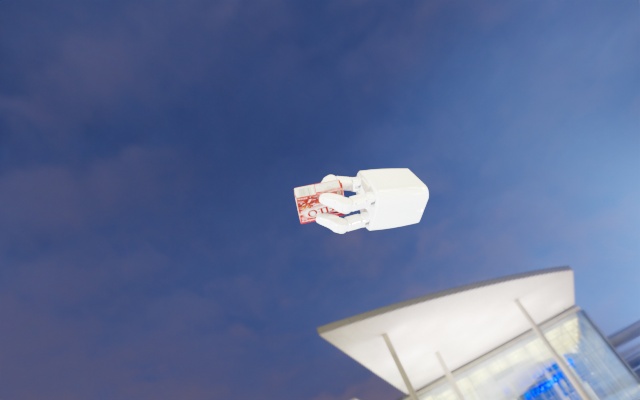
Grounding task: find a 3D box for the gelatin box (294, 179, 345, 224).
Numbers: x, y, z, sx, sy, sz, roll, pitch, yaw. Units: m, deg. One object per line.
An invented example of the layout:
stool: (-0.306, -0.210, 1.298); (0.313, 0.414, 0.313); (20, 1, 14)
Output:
gelatin box: (0.000, 0.003, 0.895); (0.089, 0.030, 0.073); (-11, -43, -2)
